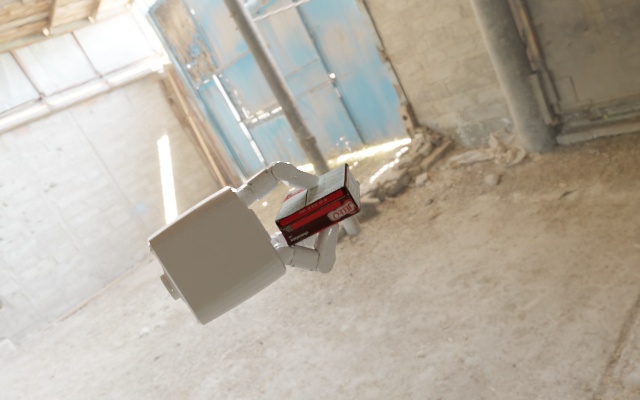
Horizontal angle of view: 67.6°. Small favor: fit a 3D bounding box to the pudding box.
[{"bbox_3d":[0.000,0.002,0.560,0.090,0.039,0.113,-26,16,12],"label":"pudding box"}]
